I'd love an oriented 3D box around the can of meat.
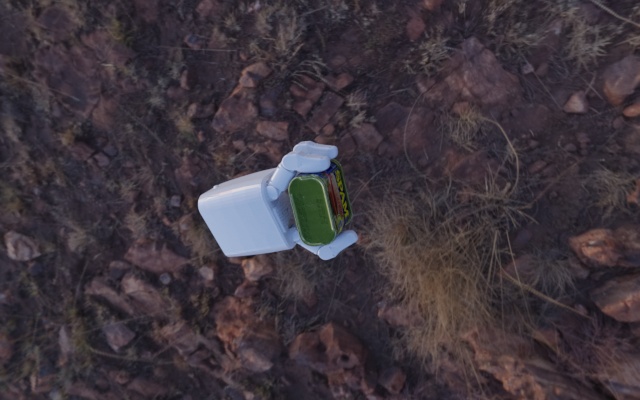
[{"bbox_3d":[0.000,0.002,0.647,0.057,0.102,0.084,-8,15,20],"label":"can of meat"}]
